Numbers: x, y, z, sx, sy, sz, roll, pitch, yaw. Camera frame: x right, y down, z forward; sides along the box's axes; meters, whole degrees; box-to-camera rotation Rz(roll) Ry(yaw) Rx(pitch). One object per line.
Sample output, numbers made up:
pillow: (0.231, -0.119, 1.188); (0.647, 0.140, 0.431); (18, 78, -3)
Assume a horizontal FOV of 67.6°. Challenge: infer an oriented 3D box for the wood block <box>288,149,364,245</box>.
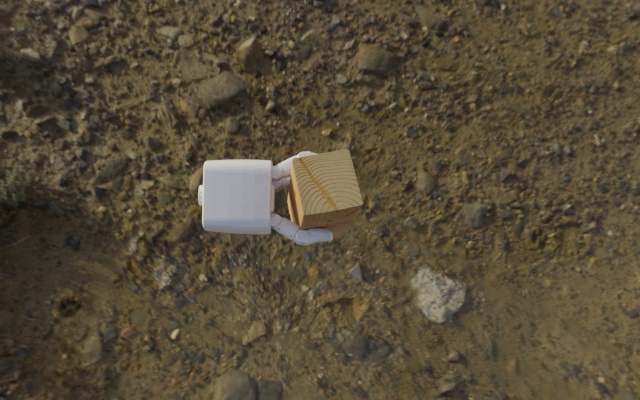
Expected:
wood block: (0.000, 0.003, 0.786); (0.090, 0.090, 0.206); (-11, -15, -9)
